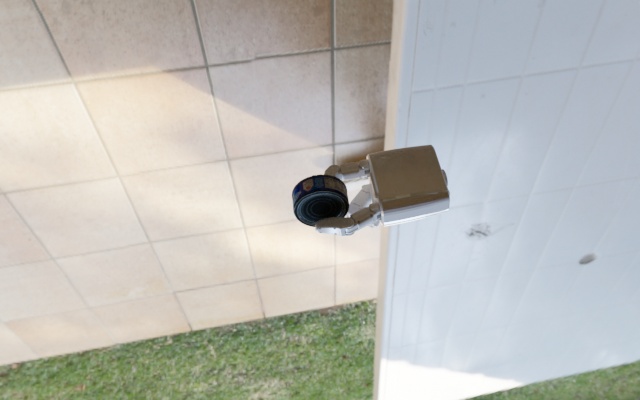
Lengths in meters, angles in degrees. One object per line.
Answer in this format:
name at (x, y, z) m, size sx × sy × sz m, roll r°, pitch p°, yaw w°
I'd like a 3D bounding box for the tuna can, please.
tuna can at (0.000, 0.003, 0.720) m, size 0.086 × 0.033 × 0.086 m, roll -4°, pitch -42°, yaw -3°
